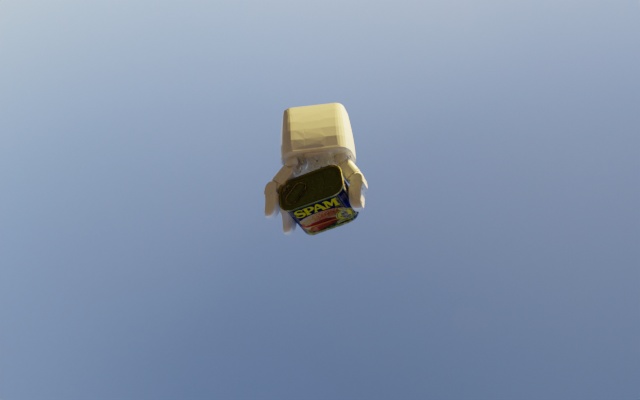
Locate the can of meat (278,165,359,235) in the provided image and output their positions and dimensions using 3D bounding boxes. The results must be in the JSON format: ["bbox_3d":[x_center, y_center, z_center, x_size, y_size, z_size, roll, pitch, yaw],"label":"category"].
[{"bbox_3d":[0.000,0.003,0.724,0.102,0.057,0.084,-19,-38,14],"label":"can of meat"}]
